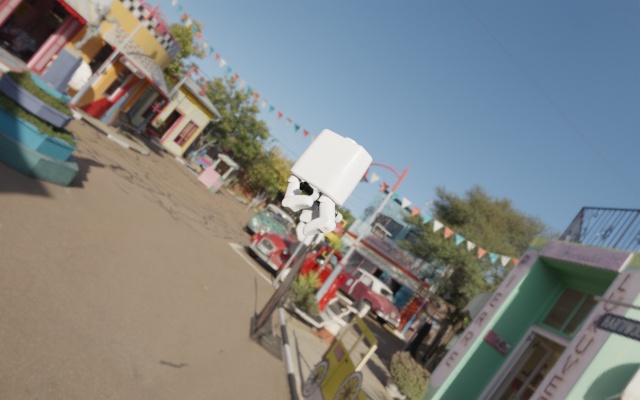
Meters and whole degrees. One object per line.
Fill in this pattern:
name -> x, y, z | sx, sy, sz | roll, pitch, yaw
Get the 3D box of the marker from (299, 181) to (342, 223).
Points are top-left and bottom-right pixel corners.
marker -> 0.000, 0.003, 0.851 | 0.020, 0.020, 0.121 | 0, -31, 39
